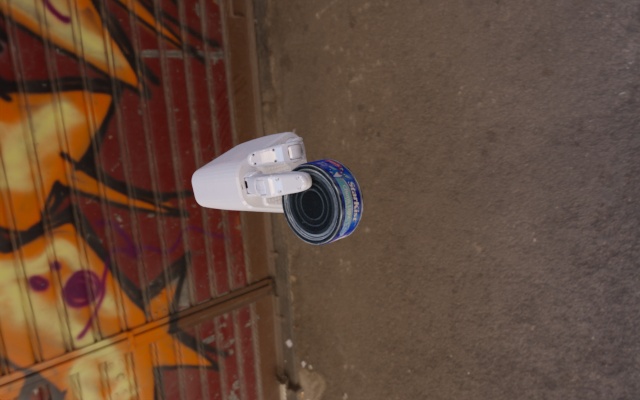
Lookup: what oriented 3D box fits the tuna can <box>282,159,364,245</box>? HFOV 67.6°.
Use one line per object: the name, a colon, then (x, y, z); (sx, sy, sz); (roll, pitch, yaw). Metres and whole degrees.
tuna can: (0.000, 0.002, 0.489); (0.086, 0.086, 0.033); (0, 11, 42)
